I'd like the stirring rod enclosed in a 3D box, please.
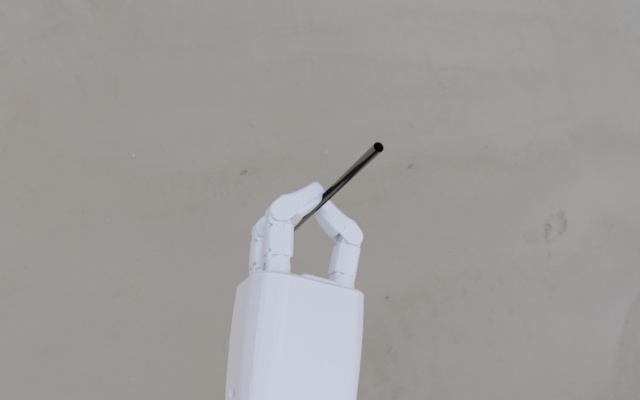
[{"bbox_3d":[0.000,0.002,0.448,0.011,0.011,0.240,0,-19,-21],"label":"stirring rod"}]
